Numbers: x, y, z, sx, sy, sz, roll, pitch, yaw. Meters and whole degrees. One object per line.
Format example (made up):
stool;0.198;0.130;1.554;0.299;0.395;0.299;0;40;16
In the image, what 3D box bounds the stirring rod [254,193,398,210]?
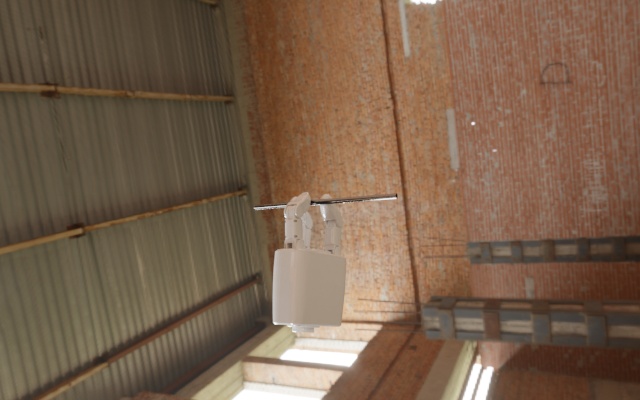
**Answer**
stirring rod;0.000;0.002;0.723;0.239;0.011;0.011;-5;-2;27
